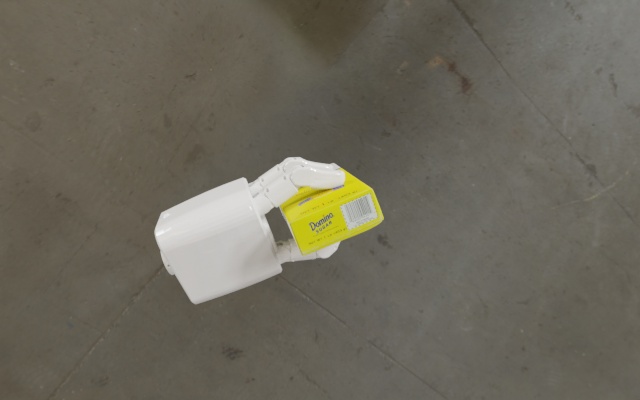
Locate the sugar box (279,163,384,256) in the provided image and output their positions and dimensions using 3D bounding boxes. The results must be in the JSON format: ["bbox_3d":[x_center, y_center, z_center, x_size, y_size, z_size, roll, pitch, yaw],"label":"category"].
[{"bbox_3d":[0.000,0.001,0.559,0.093,0.048,0.176,-22,19,-7],"label":"sugar box"}]
